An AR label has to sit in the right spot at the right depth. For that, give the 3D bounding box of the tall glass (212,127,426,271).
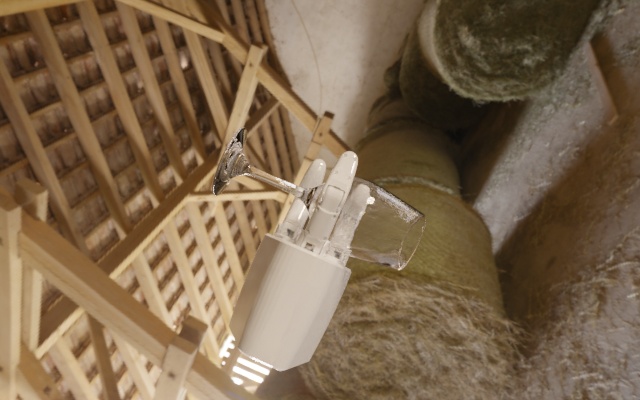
[{"bbox_3d":[0.000,0.001,0.475,0.201,0.079,0.079,24,0,1],"label":"tall glass"}]
